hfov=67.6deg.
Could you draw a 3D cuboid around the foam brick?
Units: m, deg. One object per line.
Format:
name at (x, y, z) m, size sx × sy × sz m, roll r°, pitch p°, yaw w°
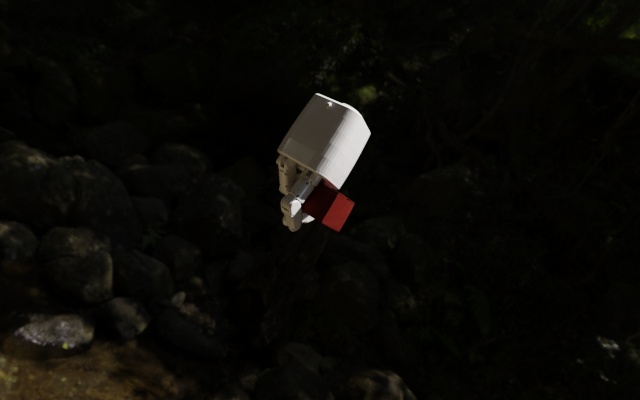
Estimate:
foam brick at (0.000, 0.003, 0.702) m, size 0.078 × 0.051 × 0.053 m, roll 31°, pitch -1°, yaw 35°
